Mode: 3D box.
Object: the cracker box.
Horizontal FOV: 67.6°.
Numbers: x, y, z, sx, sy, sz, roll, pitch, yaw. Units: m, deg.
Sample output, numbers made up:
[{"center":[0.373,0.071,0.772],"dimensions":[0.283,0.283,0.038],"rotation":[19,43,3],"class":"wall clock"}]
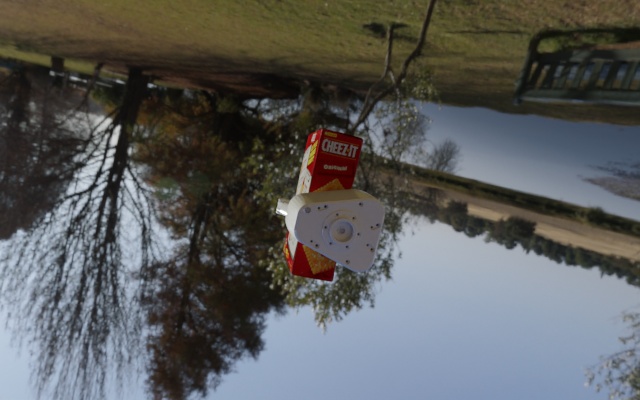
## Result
[{"center":[0.000,0.003,0.756],"dimensions":[0.072,0.214,0.164],"rotation":[12,3,-9],"class":"cracker box"}]
